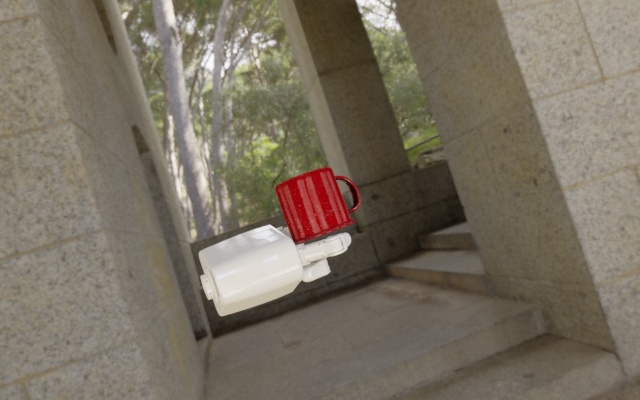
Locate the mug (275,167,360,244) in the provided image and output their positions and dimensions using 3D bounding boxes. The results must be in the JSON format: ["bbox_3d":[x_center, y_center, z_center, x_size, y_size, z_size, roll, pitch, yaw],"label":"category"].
[{"bbox_3d":[0.001,0.001,0.642,0.117,0.081,0.093,-19,-1,-22],"label":"mug"}]
